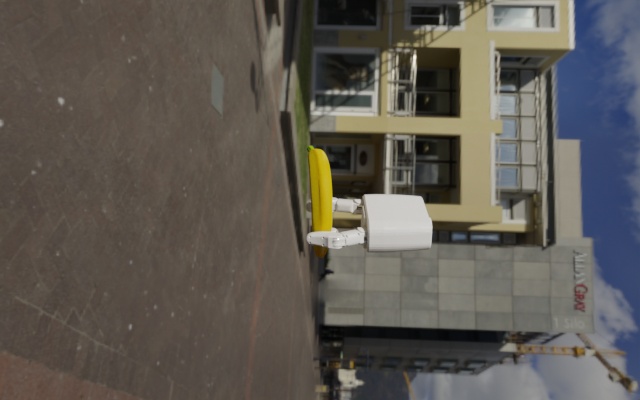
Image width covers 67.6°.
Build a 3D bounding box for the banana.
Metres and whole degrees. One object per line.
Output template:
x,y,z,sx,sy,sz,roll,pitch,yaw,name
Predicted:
0.001,-0.003,0.804,0.037,0.197,0.069,-3,-7,-3,banana
